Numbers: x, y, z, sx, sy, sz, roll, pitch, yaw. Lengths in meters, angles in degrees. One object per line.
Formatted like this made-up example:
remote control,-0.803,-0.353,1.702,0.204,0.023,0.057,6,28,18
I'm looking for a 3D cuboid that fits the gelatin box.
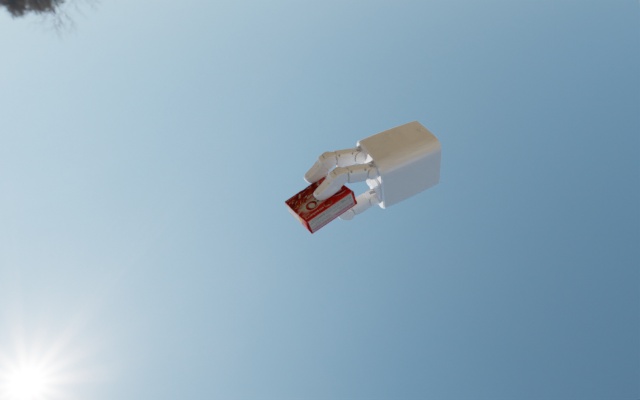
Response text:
gelatin box,0.000,0.003,0.740,0.089,0.030,0.073,-34,39,-13
